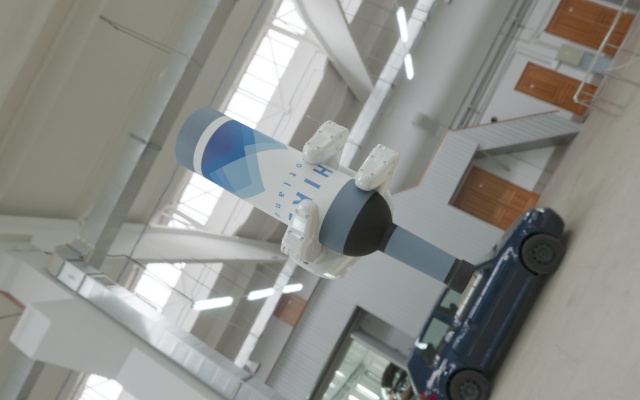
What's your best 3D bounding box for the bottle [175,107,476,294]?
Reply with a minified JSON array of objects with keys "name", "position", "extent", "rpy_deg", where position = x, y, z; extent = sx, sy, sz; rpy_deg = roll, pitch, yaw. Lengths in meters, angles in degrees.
[{"name":"bottle","position":[0.000,0.001,0.443],"extent":[0.295,0.069,0.069],"rpy_deg":[28,8,16]}]
